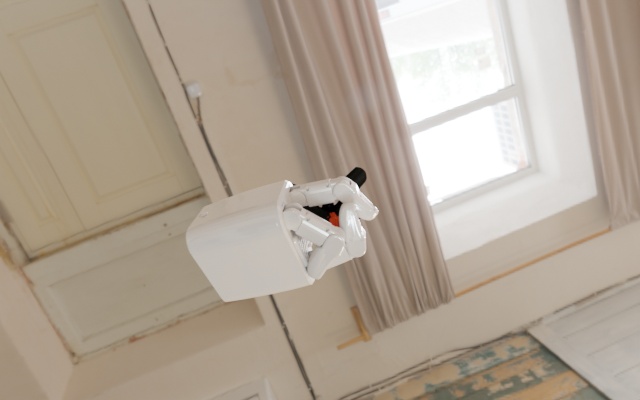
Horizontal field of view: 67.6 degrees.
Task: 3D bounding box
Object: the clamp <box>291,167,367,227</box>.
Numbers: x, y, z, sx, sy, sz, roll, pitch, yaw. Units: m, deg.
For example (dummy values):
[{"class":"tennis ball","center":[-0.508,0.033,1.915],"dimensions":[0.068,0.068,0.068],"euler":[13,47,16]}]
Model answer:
[{"class":"clamp","center":[0.000,0.003,0.598],"dimensions":[0.120,0.039,0.171],"euler":[-15,19,9]}]
